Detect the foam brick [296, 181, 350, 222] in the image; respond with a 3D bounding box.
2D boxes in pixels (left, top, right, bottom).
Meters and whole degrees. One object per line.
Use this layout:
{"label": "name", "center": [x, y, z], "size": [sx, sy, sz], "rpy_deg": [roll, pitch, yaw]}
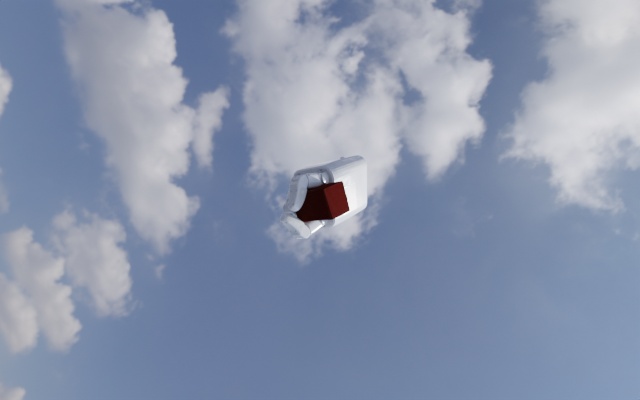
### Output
{"label": "foam brick", "center": [0.000, 0.003, 0.783], "size": [0.078, 0.053, 0.051], "rpy_deg": [-7, 11, 44]}
